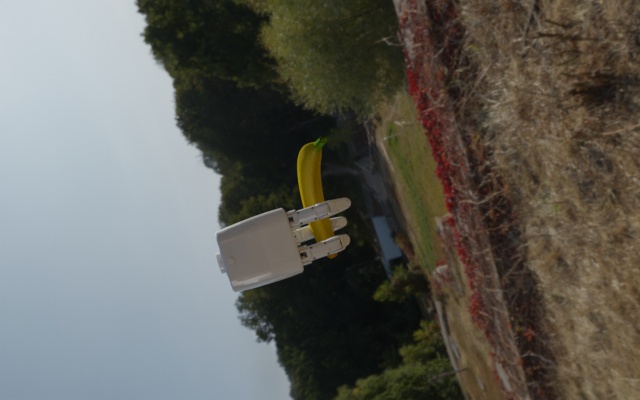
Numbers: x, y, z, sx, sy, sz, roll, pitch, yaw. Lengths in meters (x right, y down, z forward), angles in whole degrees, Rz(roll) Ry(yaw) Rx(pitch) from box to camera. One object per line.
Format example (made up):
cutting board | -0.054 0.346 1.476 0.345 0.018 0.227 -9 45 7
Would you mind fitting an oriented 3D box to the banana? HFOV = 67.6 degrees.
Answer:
banana | -0.007 -0.006 0.747 0.037 0.198 0.069 -15 22 -18
